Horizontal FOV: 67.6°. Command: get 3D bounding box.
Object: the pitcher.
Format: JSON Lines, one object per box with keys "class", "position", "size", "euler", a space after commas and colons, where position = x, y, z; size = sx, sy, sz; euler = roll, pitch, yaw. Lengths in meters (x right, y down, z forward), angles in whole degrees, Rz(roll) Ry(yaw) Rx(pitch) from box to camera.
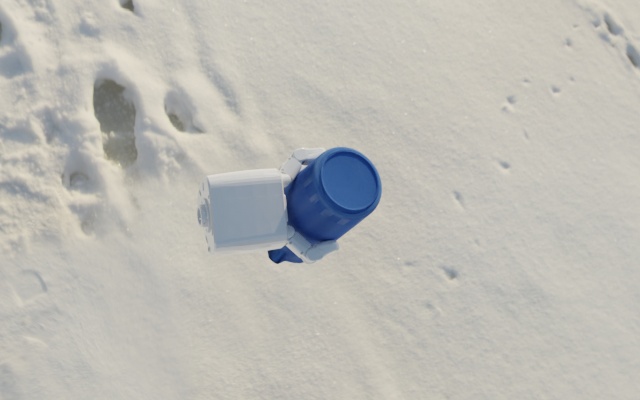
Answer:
{"class": "pitcher", "position": [0.000, 0.003, 0.760], "size": [0.145, 0.149, 0.243], "euler": [-5, -17, -25]}
